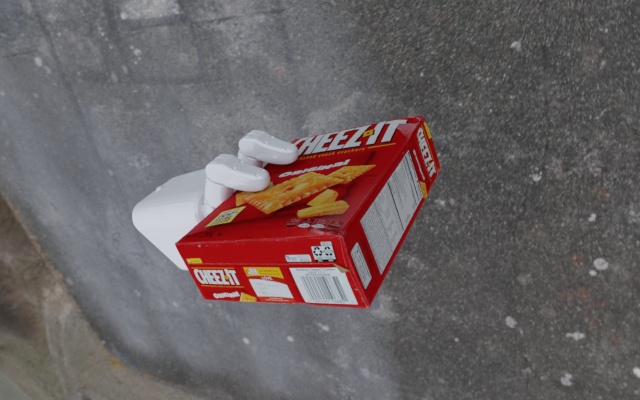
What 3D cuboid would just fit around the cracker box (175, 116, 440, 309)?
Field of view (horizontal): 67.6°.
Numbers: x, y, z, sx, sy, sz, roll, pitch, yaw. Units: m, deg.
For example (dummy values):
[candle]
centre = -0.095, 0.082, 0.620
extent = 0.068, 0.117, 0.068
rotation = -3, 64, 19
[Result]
[cracker box]
centre = 0.000, 0.002, 0.442
extent = 0.164, 0.072, 0.213
rotation = -5, 28, 32
